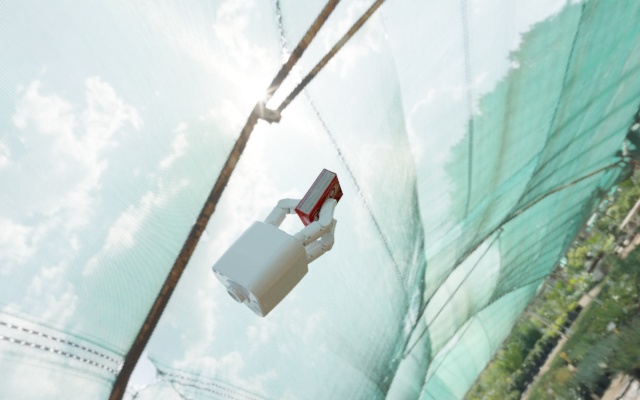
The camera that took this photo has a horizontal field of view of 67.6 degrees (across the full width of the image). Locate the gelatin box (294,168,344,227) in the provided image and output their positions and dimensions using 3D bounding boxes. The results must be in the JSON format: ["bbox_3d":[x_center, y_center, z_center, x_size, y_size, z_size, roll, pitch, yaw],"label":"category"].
[{"bbox_3d":[0.000,0.002,0.785,0.030,0.089,0.073,26,-18,23],"label":"gelatin box"}]
